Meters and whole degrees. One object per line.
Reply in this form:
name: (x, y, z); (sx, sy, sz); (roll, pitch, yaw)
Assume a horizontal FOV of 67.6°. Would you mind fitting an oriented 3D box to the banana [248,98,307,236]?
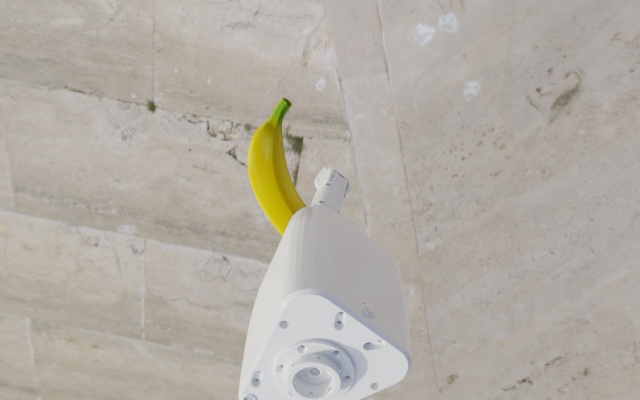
banana: (-0.018, 0.006, 0.461); (0.069, 0.198, 0.037); (-23, 21, 10)
